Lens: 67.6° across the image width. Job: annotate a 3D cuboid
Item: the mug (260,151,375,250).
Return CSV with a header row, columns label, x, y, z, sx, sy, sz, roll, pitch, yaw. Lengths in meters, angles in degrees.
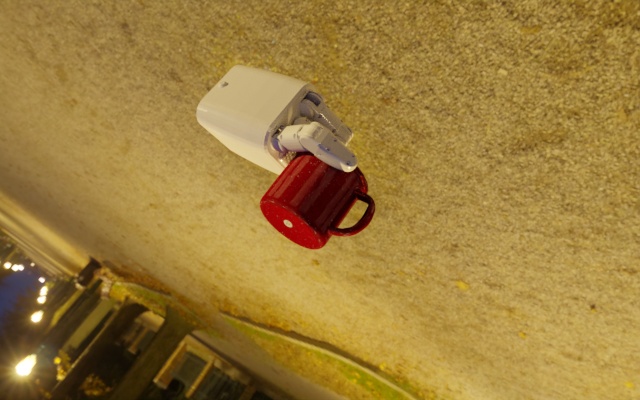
label,x,y,z,sx,sy,sz,roll,pitch,yaw
mug,0.001,0.002,0.497,0.117,0.081,0.093,24,-27,26
